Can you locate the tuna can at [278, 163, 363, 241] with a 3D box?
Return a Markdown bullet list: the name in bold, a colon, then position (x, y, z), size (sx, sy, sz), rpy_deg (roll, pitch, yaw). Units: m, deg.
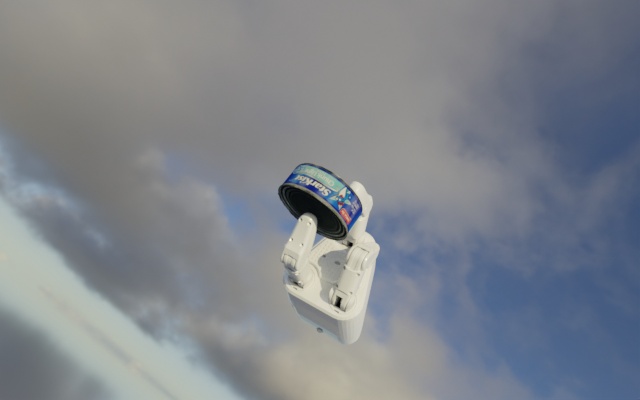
- **tuna can**: position (0.000, 0.001, 0.492), size (0.086, 0.033, 0.086), rpy_deg (31, -23, 15)
